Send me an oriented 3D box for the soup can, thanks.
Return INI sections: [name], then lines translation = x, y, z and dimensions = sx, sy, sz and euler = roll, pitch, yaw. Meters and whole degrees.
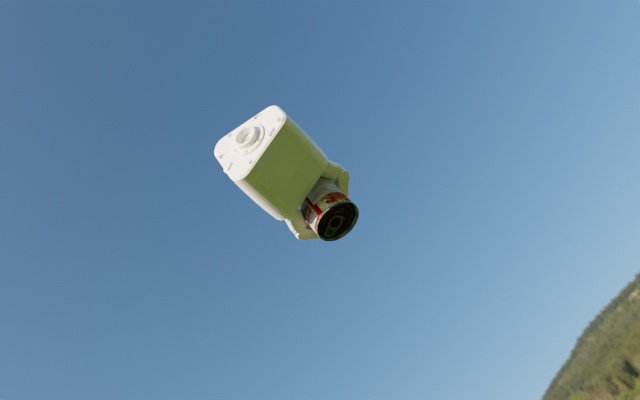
[soup can]
translation = 0.000, 0.002, 0.696
dimensions = 0.068, 0.068, 0.102
euler = 0, 33, -35
